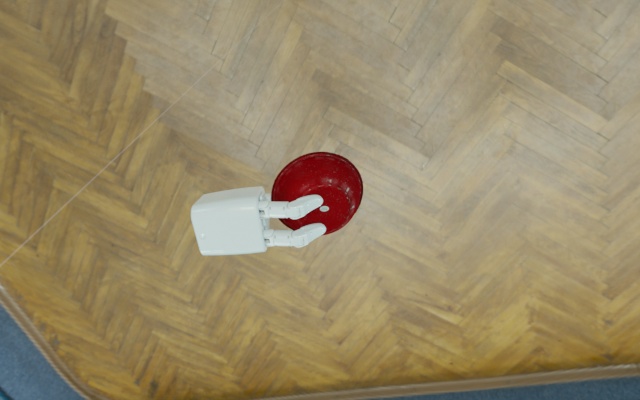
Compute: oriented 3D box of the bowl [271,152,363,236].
[{"bbox_3d":[0.001,0.002,0.797,0.162,0.162,0.055,0,29,-12],"label":"bowl"}]
